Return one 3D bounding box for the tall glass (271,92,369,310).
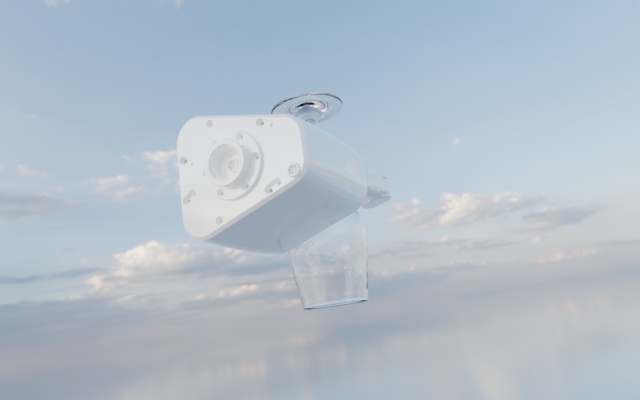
[{"bbox_3d":[0.000,0.001,0.467,0.079,0.201,0.079,-8,-13,-2],"label":"tall glass"}]
